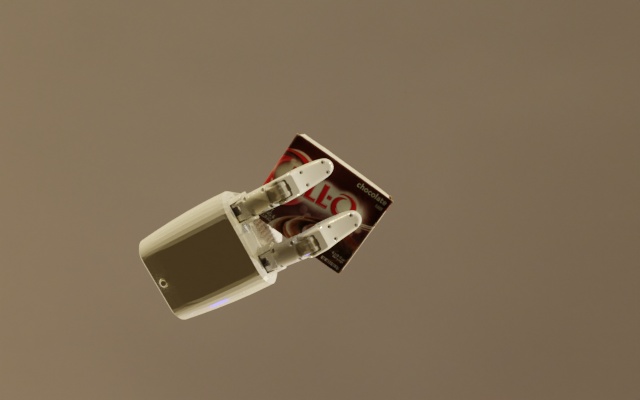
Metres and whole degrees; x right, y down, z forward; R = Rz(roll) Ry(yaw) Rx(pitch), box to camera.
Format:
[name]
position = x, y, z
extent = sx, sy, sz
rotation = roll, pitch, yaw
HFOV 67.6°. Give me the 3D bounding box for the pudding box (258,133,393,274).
[pudding box]
position = 0.000, 0.002, 0.467
extent = 0.113, 0.090, 0.039
rotation = 35, 13, -1
